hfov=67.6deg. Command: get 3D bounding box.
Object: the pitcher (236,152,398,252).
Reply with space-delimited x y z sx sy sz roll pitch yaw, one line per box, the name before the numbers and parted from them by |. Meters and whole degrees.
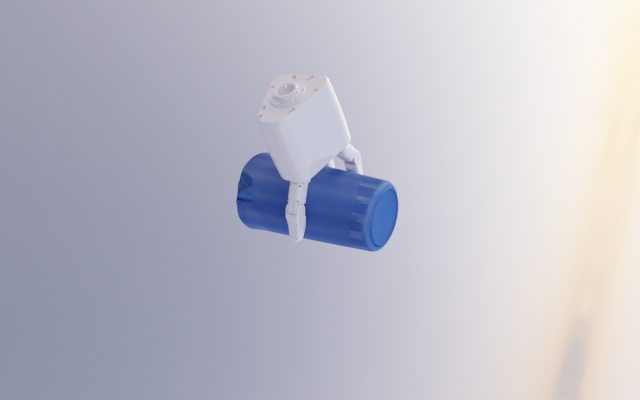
pitcher | 0.000 0.002 0.769 0.243 0.149 0.145 12 -38 31
